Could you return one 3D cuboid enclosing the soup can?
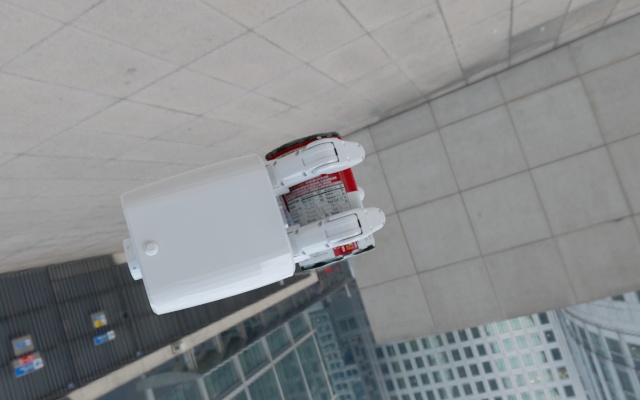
[{"bbox_3d":[0.001,0.001,0.405,0.068,0.102,0.068,-18,-4,-1],"label":"soup can"}]
